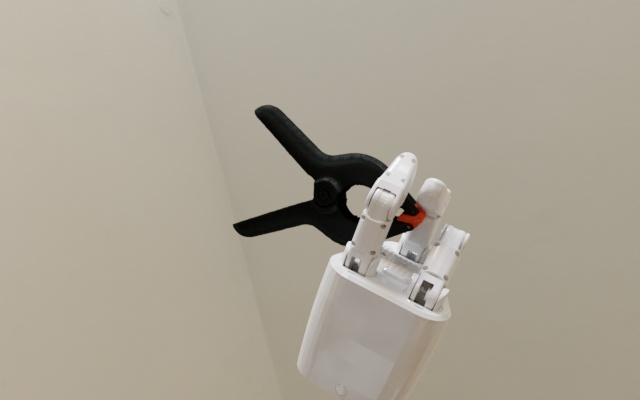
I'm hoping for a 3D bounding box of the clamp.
[{"bbox_3d":[0.000,0.001,0.412,0.171,0.120,0.039,26,21,18],"label":"clamp"}]
